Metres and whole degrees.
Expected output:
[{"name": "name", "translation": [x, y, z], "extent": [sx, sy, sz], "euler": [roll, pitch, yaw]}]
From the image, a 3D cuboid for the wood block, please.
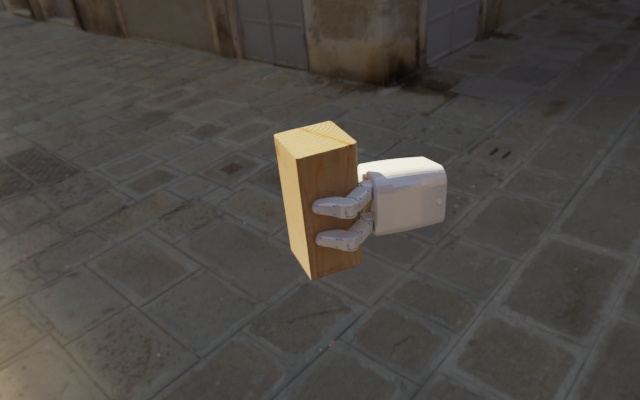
[{"name": "wood block", "translation": [0.000, 0.002, 0.702], "extent": [0.090, 0.206, 0.090], "euler": [-17, 34, -17]}]
